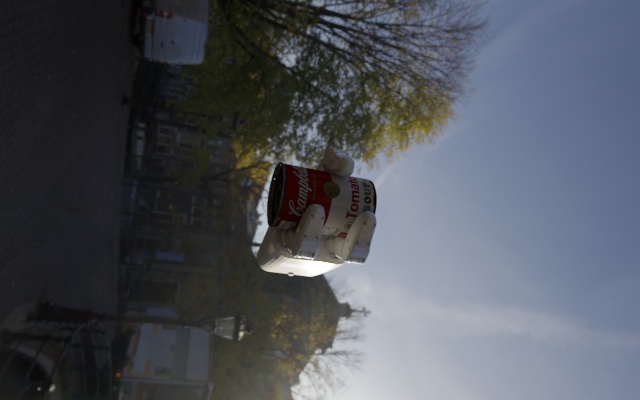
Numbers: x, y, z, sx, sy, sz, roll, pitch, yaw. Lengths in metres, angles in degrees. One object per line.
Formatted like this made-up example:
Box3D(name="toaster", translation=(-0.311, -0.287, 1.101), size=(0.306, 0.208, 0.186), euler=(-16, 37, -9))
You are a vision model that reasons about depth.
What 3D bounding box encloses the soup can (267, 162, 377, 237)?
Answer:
Box3D(name="soup can", translation=(0.001, 0.001, 0.508), size=(0.102, 0.068, 0.068), euler=(10, -3, -17))
